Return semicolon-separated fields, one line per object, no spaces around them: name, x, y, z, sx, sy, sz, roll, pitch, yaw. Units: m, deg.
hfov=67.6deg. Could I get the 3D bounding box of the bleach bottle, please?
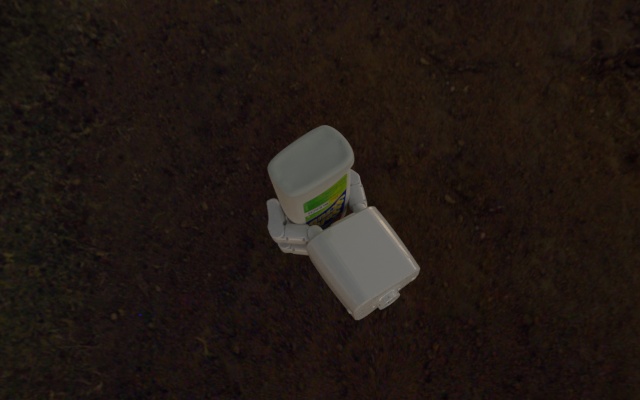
bleach bottle;0.000;0.002;0.660;0.102;0.068;0.251;-34;-22;-8
